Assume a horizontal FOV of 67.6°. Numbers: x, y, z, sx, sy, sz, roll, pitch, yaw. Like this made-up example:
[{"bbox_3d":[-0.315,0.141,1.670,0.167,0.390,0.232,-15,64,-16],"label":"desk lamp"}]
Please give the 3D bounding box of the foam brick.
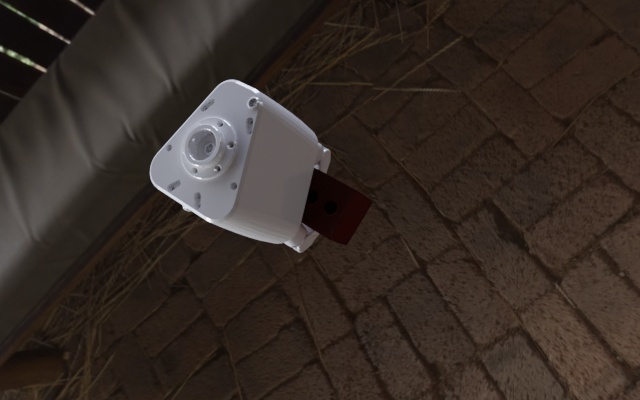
[{"bbox_3d":[0.000,0.002,0.467,0.078,0.053,0.051,29,0,24],"label":"foam brick"}]
